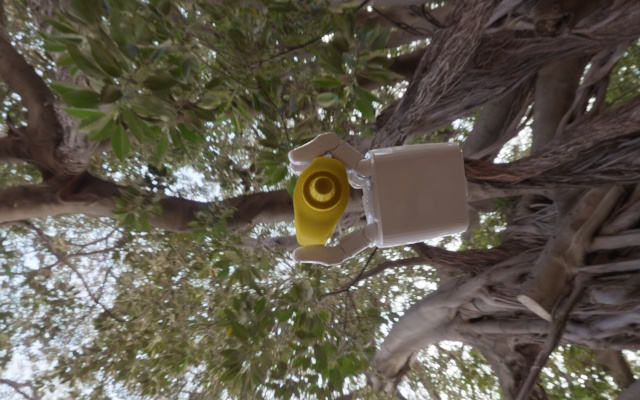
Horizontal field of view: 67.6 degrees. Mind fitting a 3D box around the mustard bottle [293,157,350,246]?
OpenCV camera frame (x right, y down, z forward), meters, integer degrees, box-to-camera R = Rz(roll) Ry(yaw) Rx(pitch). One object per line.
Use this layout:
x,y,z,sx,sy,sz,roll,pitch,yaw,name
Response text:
0.000,0.002,0.549,0.058,0.096,0.192,16,-9,0,mustard bottle
